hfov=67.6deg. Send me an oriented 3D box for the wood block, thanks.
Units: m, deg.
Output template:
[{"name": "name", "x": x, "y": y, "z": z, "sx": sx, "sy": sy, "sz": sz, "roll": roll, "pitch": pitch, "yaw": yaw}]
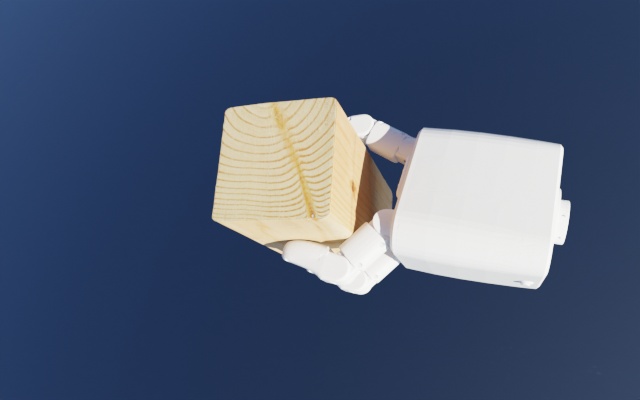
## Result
[{"name": "wood block", "x": 0.000, "y": 0.001, "z": 0.425, "sx": 0.090, "sy": 0.090, "sz": 0.206, "roll": -2, "pitch": -18, "yaw": 19}]
